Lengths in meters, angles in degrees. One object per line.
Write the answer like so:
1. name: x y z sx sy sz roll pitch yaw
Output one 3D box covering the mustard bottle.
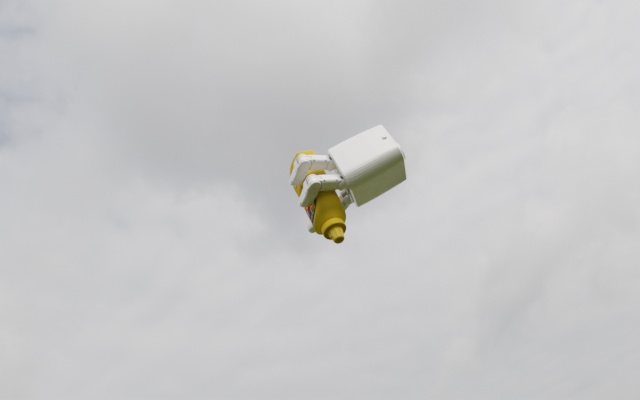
1. mustard bottle: 0.000 0.003 0.836 0.058 0.096 0.191 -10 44 -18
